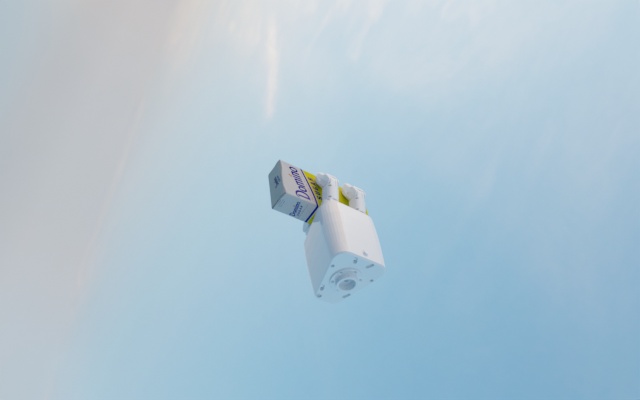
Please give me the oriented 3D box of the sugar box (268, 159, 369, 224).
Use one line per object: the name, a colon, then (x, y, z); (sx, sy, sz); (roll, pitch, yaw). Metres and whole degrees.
sugar box: (0.001, 0.002, 0.800); (0.176, 0.048, 0.093); (25, 30, -28)
